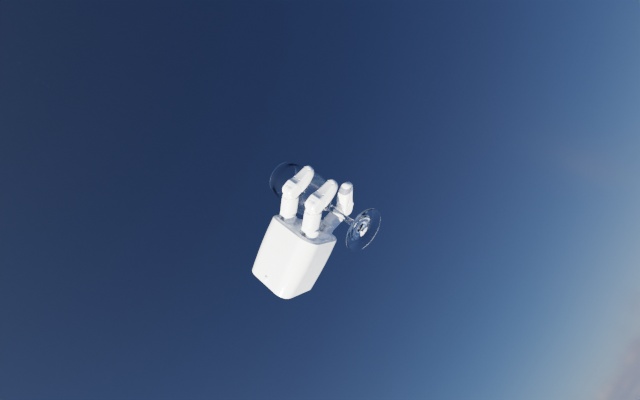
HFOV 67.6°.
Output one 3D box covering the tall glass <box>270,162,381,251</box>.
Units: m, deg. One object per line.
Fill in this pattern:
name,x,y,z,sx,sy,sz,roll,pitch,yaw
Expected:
tall glass,0.001,0.003,0.789,0.079,0.079,0.201,0,26,-48
